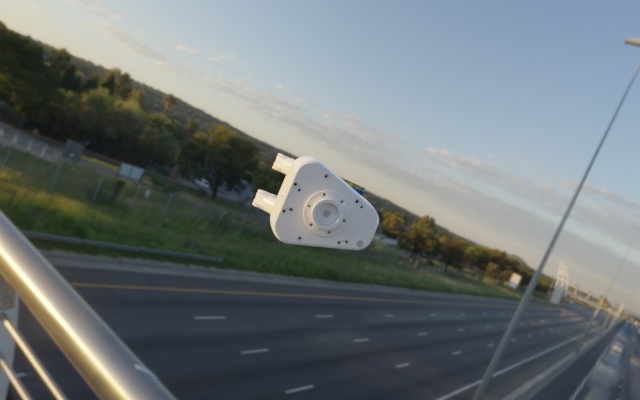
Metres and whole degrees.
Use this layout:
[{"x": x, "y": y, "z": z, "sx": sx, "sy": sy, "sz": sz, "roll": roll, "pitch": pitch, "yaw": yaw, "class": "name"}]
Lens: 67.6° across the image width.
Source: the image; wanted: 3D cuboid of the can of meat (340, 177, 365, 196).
[{"x": 0.000, "y": 0.002, "z": 0.650, "sx": 0.102, "sy": 0.084, "sz": 0.057, "roll": 23, "pitch": 3, "yaw": -4, "class": "can of meat"}]
